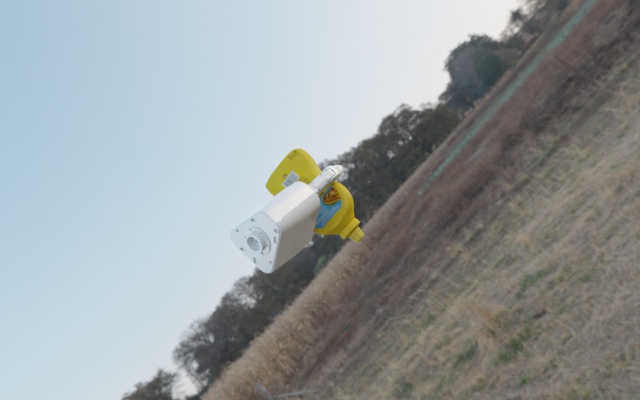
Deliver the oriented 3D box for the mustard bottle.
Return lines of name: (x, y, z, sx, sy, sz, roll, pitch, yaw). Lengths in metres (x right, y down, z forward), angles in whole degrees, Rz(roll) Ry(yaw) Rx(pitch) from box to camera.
mustard bottle: (0.000, 0.002, 0.837, 0.191, 0.096, 0.058, 42, 17, 8)
